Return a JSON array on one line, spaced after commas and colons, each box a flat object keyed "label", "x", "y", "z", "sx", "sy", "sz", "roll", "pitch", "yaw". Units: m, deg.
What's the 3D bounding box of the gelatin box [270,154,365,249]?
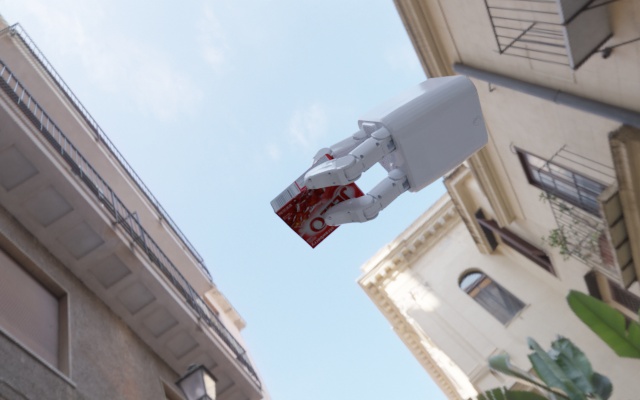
[{"label": "gelatin box", "x": 0.000, "y": 0.002, "z": 0.543, "sx": 0.073, "sy": 0.089, "sz": 0.030, "roll": 46, "pitch": 6, "yaw": -35}]
